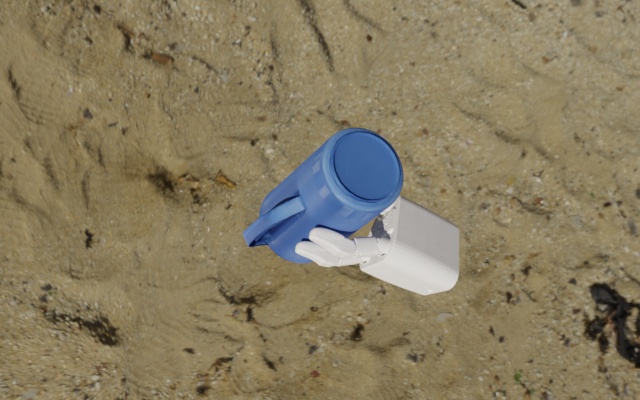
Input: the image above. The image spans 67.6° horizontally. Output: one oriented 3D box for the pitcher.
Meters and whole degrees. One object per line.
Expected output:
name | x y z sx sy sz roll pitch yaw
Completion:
pitcher | 0.000 0.002 0.653 0.145 0.149 0.243 26 -26 -12
